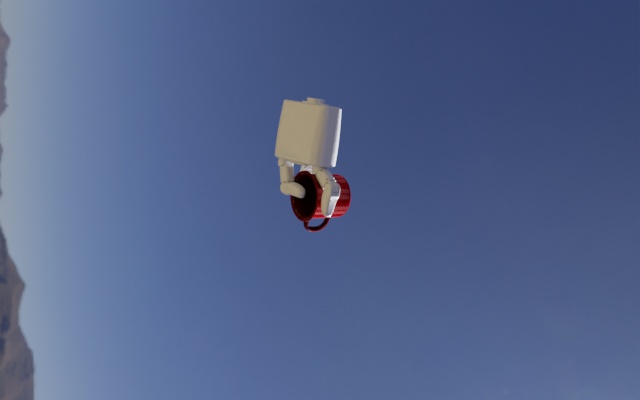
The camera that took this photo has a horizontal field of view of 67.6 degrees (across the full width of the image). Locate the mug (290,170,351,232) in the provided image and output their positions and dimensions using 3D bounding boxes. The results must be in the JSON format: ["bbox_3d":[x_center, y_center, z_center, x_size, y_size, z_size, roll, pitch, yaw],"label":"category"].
[{"bbox_3d":[0.000,0.004,0.889,0.081,0.117,0.093,-1,18,-35],"label":"mug"}]
